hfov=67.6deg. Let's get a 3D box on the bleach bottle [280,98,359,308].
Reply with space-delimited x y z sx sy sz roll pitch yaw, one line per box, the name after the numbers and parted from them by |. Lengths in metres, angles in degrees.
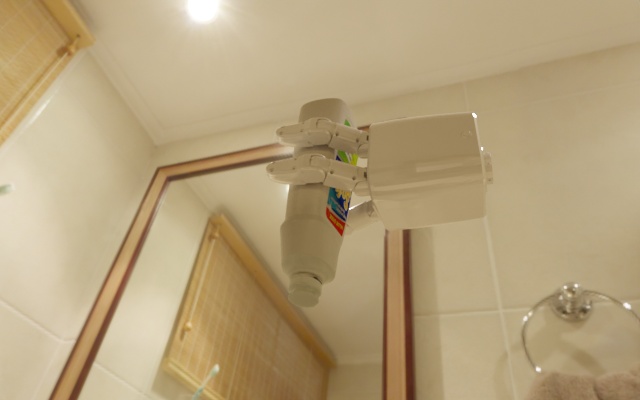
0.000 0.002 0.516 0.068 0.250 0.103 -7 -43 16 | bleach bottle
